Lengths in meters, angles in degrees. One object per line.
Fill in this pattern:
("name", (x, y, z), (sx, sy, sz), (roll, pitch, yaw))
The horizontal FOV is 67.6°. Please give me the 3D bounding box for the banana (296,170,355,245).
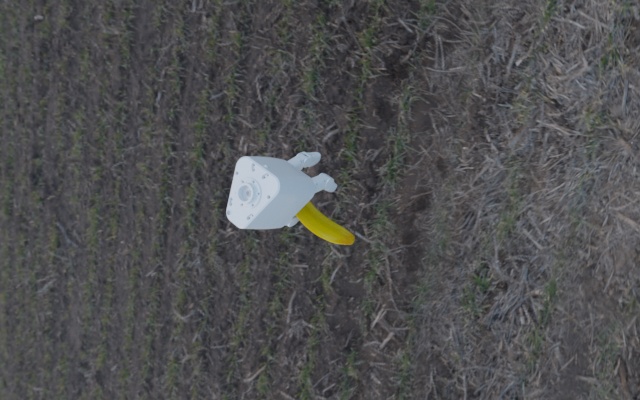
("banana", (-0.016, 0.011, 0.861), (0.069, 0.197, 0.037), (-38, -20, 15))
